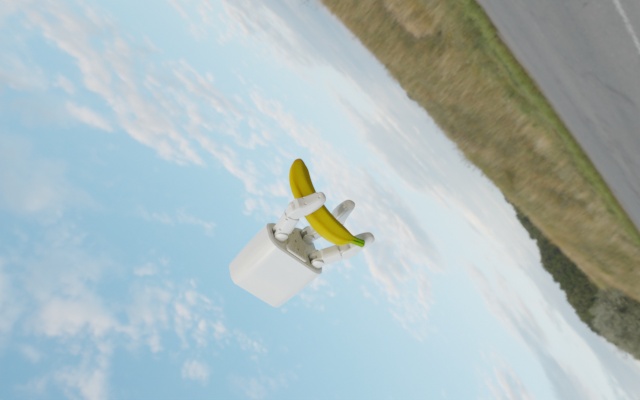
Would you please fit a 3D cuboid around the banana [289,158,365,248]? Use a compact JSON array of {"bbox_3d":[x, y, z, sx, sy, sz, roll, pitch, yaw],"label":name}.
[{"bbox_3d":[-0.009,0.003,0.761,0.037,0.197,0.069,-46,-28,22],"label":"banana"}]
